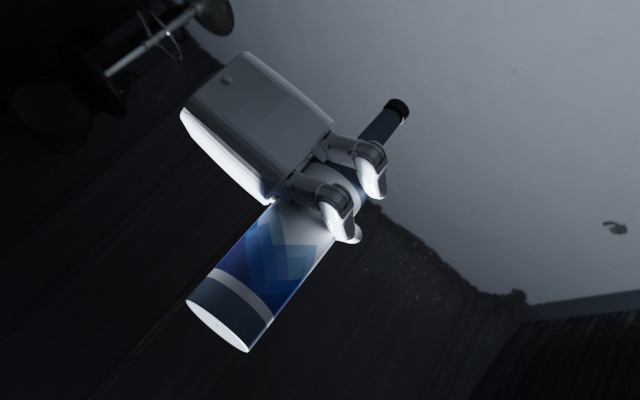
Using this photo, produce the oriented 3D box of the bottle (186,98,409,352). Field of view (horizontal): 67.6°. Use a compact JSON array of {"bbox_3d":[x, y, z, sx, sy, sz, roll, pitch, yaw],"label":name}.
[{"bbox_3d":[0.000,0.002,0.454,0.069,0.069,0.295,0,44,53],"label":"bottle"}]
